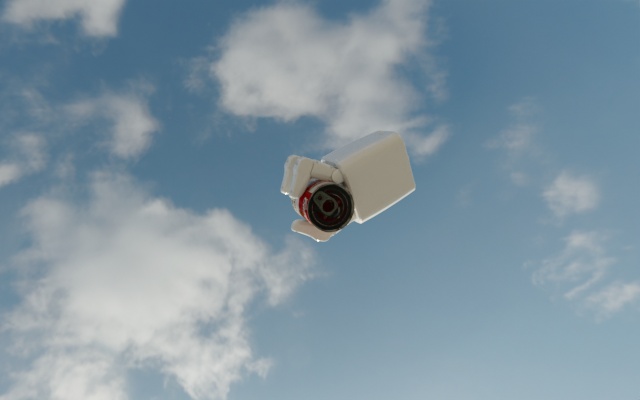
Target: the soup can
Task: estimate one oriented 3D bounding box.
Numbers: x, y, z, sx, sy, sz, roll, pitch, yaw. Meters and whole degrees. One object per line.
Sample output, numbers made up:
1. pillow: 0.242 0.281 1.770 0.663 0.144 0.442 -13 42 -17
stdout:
1. soup can: 0.000 0.003 0.698 0.068 0.068 0.102 0 9 -17
